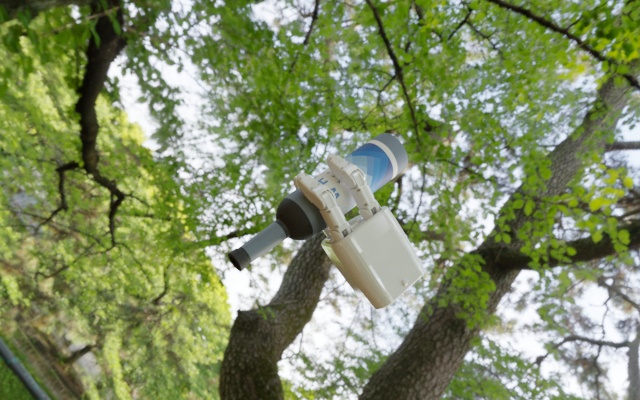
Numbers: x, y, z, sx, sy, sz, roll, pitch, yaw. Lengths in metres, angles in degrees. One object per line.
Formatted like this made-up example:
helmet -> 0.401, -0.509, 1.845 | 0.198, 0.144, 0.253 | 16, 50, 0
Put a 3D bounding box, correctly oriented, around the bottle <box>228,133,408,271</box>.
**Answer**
bottle -> 0.000, 0.002, 0.661 | 0.295, 0.069, 0.069 | -35, 17, -27
